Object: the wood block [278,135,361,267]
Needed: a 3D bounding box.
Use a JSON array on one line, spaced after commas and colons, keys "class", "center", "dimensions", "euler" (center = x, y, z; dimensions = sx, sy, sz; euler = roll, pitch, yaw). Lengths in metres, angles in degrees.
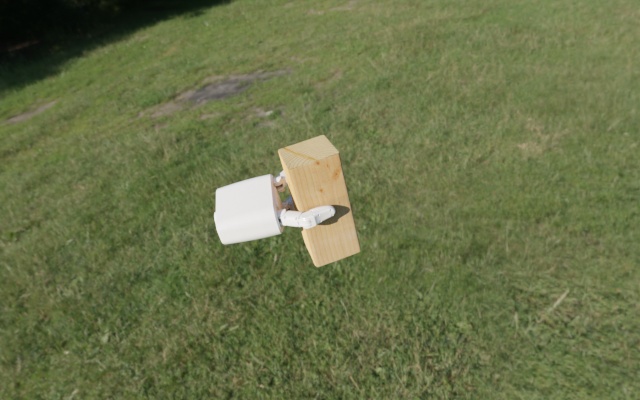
[{"class": "wood block", "center": [0.000, 0.003, 0.855], "dimensions": [0.090, 0.206, 0.090], "euler": [-19, 31, -7]}]
